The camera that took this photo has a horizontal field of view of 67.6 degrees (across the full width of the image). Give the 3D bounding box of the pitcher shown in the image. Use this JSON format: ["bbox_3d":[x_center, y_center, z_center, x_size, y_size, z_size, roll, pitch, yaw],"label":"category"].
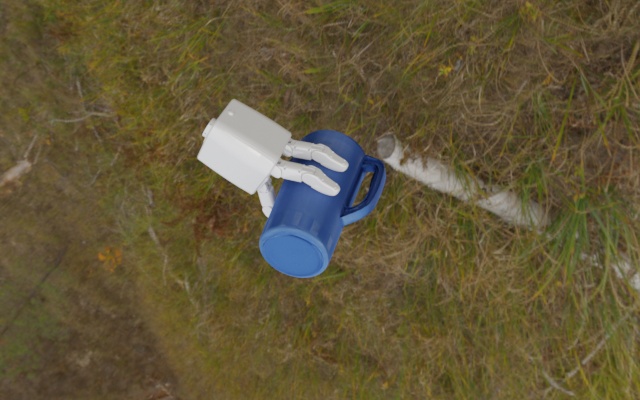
[{"bbox_3d":[0.000,0.002,0.773,0.145,0.242,0.149,34,-47,-12],"label":"pitcher"}]
